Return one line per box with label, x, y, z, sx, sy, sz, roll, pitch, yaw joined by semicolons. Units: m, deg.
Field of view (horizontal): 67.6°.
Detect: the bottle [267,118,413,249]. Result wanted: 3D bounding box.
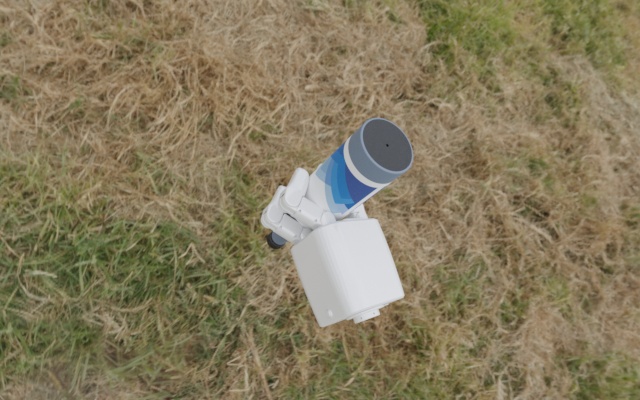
bottle;0.000;0.002;0.608;0.069;0.069;0.296;0;-24;-31
